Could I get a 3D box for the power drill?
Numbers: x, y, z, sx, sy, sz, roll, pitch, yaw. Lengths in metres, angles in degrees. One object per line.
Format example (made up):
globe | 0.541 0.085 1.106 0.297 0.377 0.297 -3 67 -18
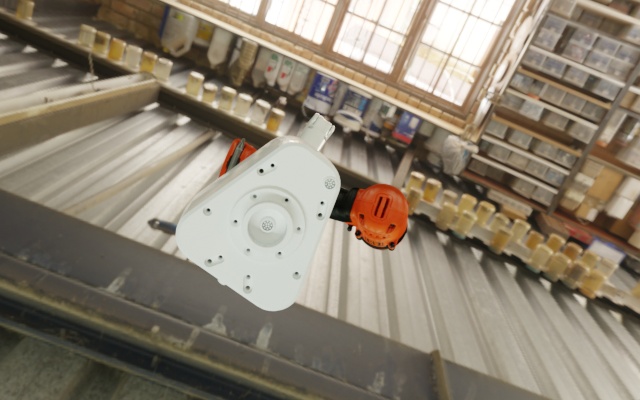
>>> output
power drill | 0.000 0.001 0.498 0.187 0.057 0.184 17 -10 10
